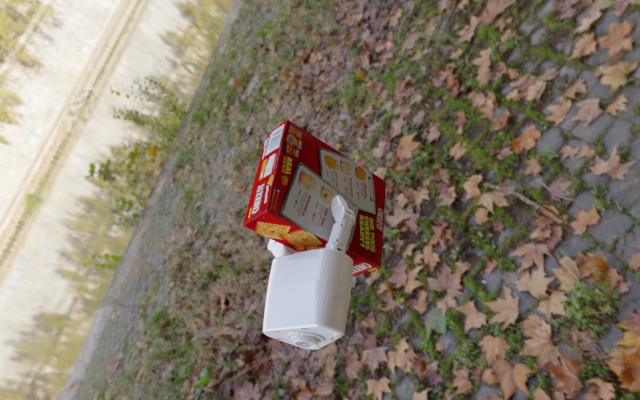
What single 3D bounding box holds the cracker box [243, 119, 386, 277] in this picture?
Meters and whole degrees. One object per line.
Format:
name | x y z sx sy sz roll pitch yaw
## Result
cracker box | 0.000 0.002 0.733 0.214 0.164 0.072 29 -37 -30
